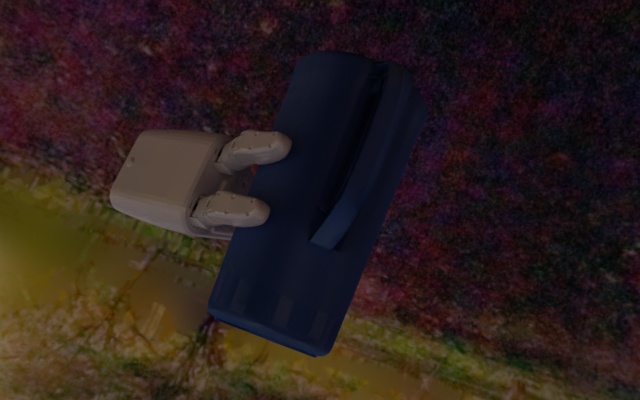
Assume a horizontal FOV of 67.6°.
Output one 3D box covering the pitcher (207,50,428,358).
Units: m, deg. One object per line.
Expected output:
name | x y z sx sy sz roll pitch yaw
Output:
pitcher | 0.000 0.001 0.411 0.145 0.242 0.149 12 -19 28
